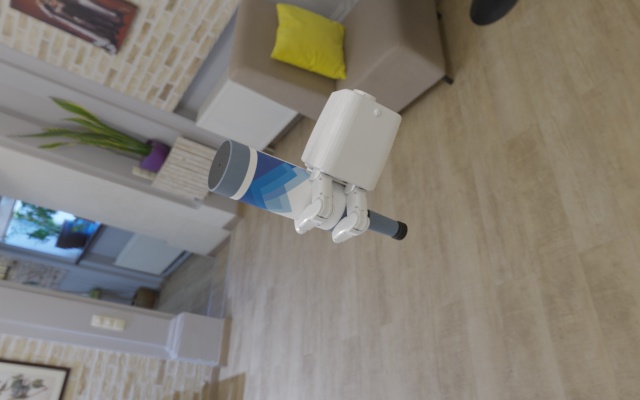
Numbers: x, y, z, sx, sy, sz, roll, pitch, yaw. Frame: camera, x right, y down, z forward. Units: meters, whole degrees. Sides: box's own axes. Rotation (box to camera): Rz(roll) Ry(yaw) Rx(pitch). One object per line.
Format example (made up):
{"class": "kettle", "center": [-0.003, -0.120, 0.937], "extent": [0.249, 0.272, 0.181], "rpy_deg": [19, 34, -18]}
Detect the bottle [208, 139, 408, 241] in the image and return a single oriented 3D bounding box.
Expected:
{"class": "bottle", "center": [0.000, 0.002, 0.639], "extent": [0.296, 0.069, 0.069], "rpy_deg": [20, -10, -29]}
